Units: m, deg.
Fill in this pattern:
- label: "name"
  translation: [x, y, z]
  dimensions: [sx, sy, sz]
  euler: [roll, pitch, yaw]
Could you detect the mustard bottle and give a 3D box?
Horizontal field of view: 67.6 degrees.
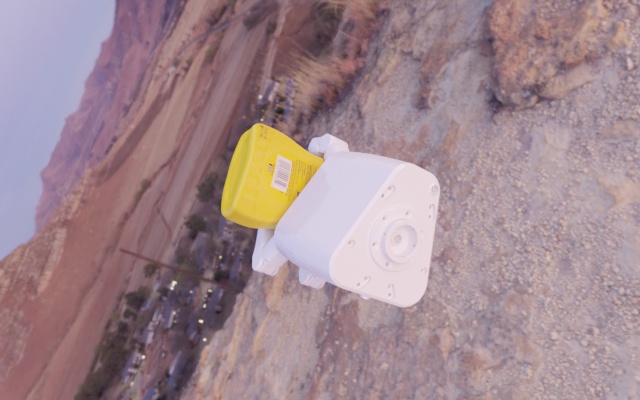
- label: "mustard bottle"
  translation: [0.000, 0.002, 0.491]
  dimensions: [0.192, 0.096, 0.058]
  euler: [22, -26, -27]
